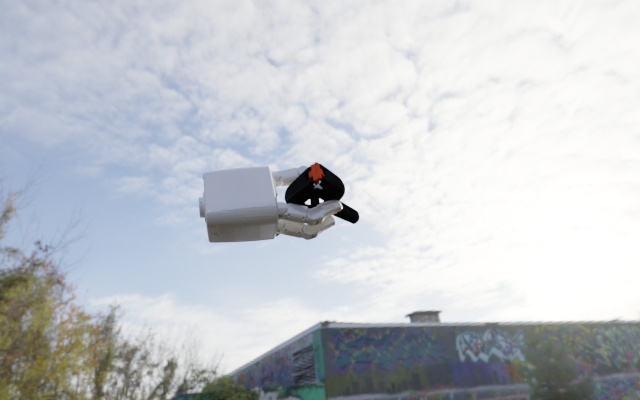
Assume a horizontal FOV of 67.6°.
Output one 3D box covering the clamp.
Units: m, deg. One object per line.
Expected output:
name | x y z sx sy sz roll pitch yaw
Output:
clamp | 0.000 0.002 0.771 0.164 0.036 0.210 -7 -26 -13
